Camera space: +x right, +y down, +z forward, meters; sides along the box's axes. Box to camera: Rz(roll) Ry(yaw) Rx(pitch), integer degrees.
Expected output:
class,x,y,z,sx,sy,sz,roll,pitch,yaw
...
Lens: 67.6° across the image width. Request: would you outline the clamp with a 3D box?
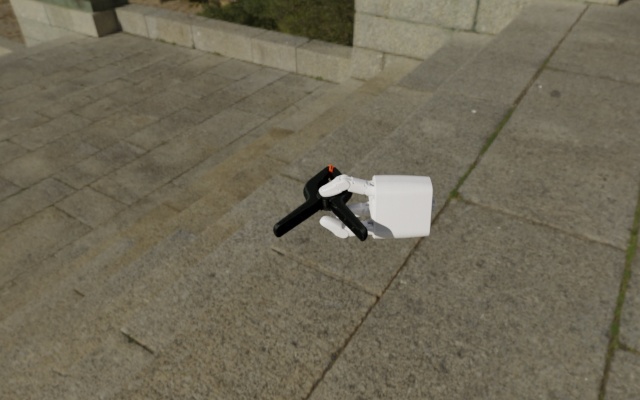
class,x,y,z,sx,sy,sz,roll,pitch,yaw
clamp,0.000,0.002,0.892,0.164,0.036,0.209,-1,38,2
